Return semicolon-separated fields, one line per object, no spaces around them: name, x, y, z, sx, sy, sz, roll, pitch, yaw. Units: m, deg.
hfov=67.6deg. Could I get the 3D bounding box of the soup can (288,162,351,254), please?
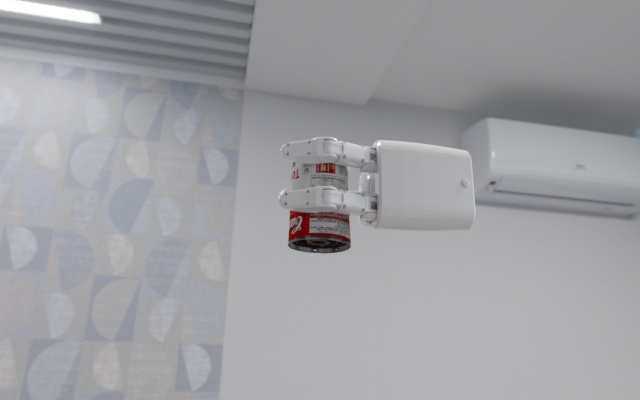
soup can;0.000;0.001;0.529;0.068;0.102;0.068;1;-18;0
